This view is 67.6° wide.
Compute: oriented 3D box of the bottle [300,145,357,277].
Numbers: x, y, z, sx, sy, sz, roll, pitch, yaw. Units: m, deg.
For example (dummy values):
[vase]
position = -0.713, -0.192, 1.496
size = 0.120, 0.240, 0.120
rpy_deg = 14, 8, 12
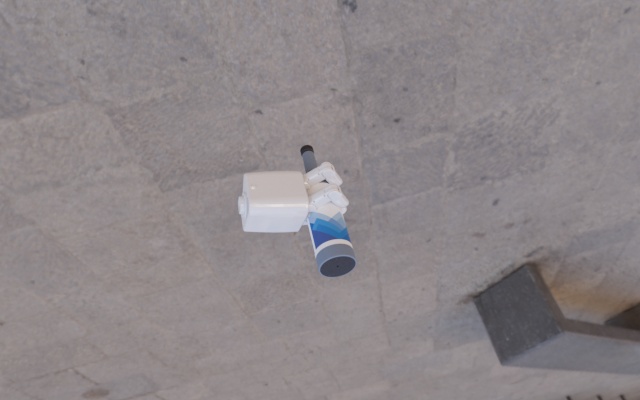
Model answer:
[bottle]
position = 0.000, 0.003, 0.900
size = 0.069, 0.295, 0.069
rpy_deg = -9, -40, -7
